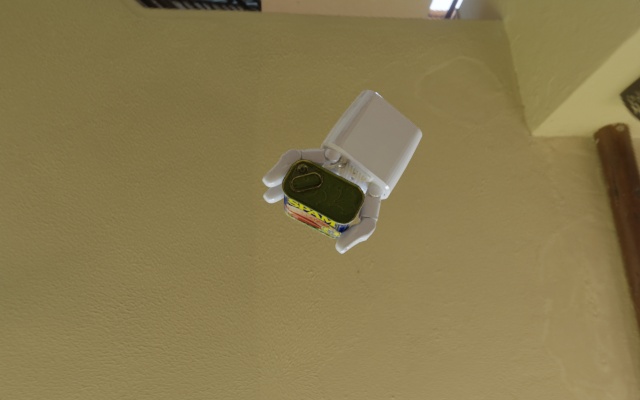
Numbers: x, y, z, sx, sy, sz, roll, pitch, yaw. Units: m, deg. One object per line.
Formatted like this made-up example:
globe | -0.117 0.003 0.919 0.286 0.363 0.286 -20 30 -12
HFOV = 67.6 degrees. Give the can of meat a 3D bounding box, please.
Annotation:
can of meat | 0.000 0.002 0.627 0.102 0.057 0.084 27 -20 5
